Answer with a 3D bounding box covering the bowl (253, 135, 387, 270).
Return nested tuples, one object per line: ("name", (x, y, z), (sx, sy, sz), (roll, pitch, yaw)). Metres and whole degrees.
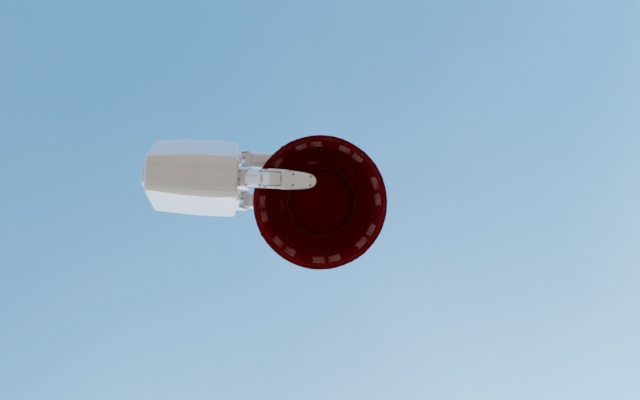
("bowl", (0.001, 0.002, 0.596), (0.162, 0.162, 0.055), (0, 1, 2))
